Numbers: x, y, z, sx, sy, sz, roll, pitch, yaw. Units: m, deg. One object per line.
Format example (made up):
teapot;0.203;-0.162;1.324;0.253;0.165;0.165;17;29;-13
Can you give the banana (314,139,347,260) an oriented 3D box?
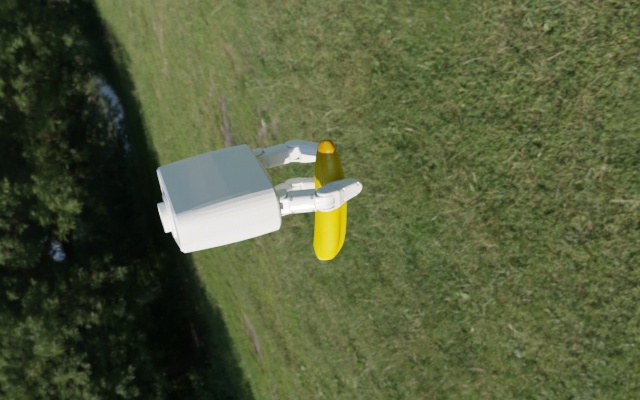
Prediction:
banana;0.007;0.017;0.590;0.037;0.069;0.198;-15;-38;-17
